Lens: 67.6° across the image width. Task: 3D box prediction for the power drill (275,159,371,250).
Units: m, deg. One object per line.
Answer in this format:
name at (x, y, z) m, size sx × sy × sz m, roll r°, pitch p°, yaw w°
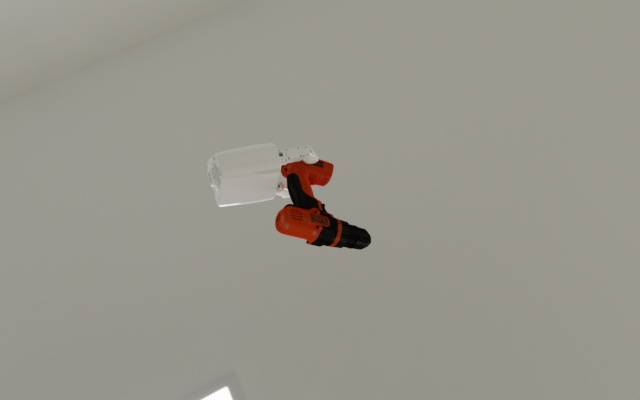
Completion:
power drill at (0.000, 0.003, 0.880) m, size 0.184 × 0.187 × 0.057 m, roll 16°, pitch -50°, yaw -27°
